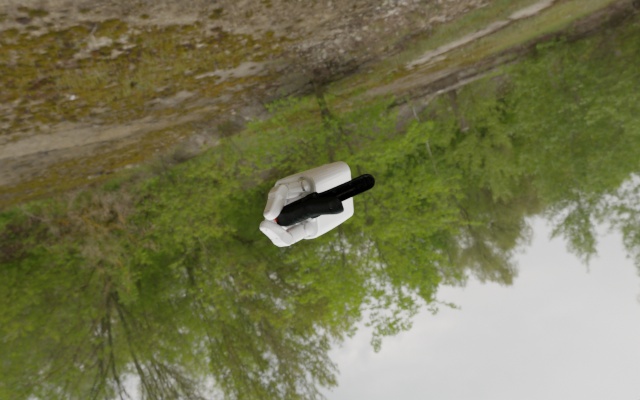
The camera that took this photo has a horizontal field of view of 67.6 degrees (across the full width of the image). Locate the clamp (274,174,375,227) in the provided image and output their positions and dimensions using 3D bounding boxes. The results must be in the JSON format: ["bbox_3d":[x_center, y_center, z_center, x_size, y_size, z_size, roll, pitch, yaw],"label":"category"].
[{"bbox_3d":[0.000,0.003,0.727,0.171,0.039,0.120,-13,8,44],"label":"clamp"}]
